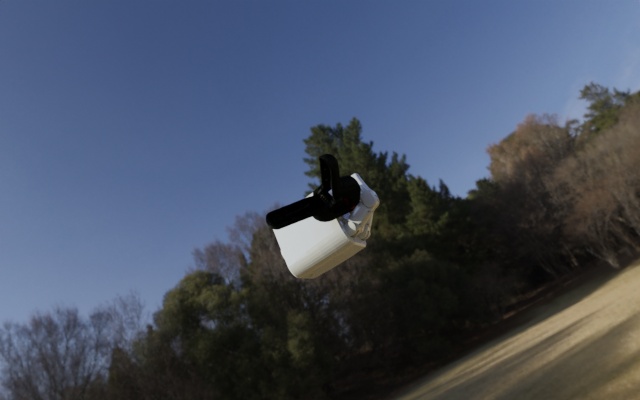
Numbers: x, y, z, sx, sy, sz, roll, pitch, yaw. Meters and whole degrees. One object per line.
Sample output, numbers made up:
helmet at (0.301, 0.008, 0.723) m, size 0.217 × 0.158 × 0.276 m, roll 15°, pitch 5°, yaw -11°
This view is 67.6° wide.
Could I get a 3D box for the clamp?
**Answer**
clamp at (0.000, 0.002, 0.645) m, size 0.120 × 0.039 × 0.171 m, roll -38°, pitch -24°, yaw 11°
